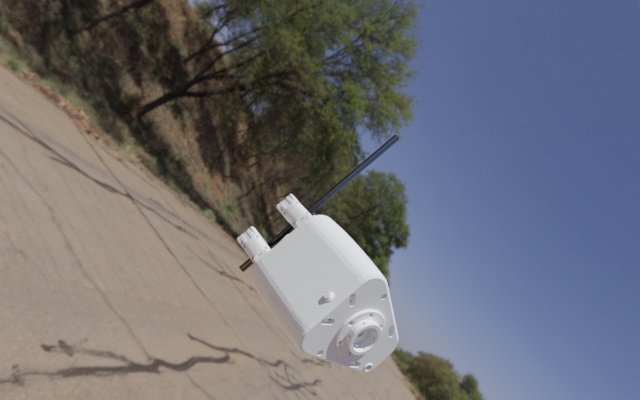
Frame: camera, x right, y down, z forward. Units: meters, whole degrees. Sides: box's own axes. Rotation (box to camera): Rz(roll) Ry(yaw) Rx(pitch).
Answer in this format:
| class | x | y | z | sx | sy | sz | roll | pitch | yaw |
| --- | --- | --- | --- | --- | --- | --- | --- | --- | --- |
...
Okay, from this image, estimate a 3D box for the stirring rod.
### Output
| class | x | y | z | sx | sy | sz | roll | pitch | yaw |
| --- | --- | --- | --- | --- | --- | --- | --- | --- | --- |
| stirring rod | 0.000 | 0.002 | 0.559 | 0.239 | 0.011 | 0.011 | -40 | 4 | -5 |
